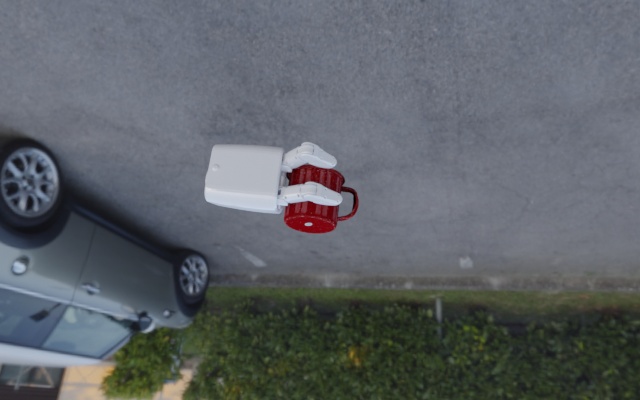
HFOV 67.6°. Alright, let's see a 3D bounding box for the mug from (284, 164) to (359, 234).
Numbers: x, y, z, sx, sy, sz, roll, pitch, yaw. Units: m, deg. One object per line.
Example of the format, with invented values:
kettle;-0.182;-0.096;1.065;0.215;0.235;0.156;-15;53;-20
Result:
mug;0.002;0.003;0.735;0.117;0.081;0.093;6;-22;1
